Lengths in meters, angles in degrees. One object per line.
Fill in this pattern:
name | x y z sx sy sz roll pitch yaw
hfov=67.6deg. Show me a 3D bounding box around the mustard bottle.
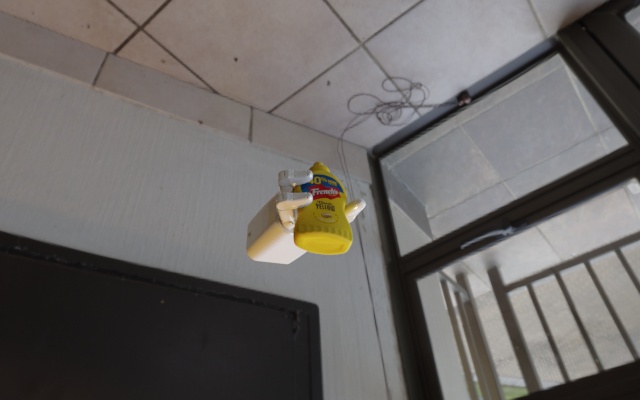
mustard bottle | 0.000 0.003 0.839 0.096 0.191 0.058 8 -44 -13
